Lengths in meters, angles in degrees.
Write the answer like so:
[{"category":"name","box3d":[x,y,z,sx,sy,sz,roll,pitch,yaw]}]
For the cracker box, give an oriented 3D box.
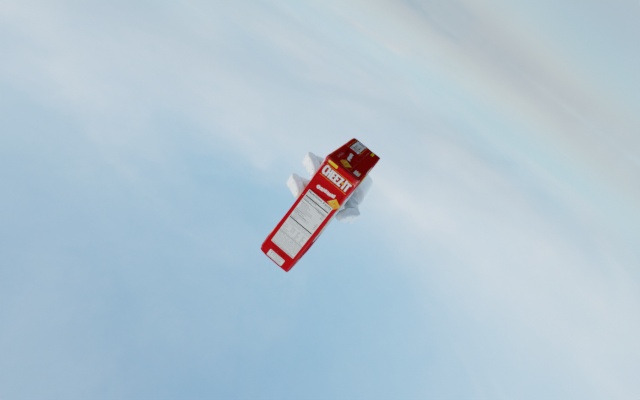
[{"category":"cracker box","box3d":[0.000,0.003,0.833,0.072,0.214,0.164,39,25,3]}]
